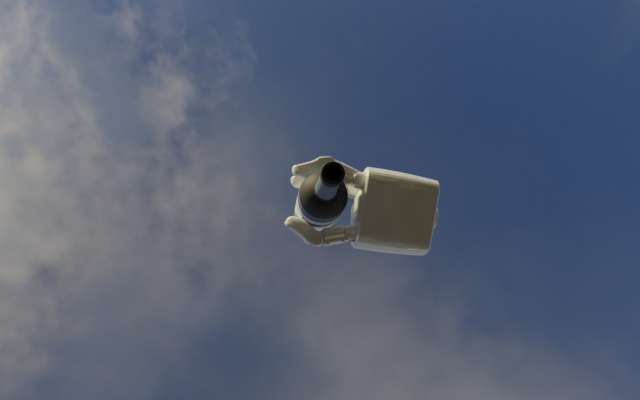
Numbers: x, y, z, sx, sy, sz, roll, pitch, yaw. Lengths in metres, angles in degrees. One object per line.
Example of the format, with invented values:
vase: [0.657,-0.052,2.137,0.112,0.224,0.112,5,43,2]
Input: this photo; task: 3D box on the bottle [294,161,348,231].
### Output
bottle: [0.000,0.002,0.670,0.069,0.069,0.296,0,-13,-6]
